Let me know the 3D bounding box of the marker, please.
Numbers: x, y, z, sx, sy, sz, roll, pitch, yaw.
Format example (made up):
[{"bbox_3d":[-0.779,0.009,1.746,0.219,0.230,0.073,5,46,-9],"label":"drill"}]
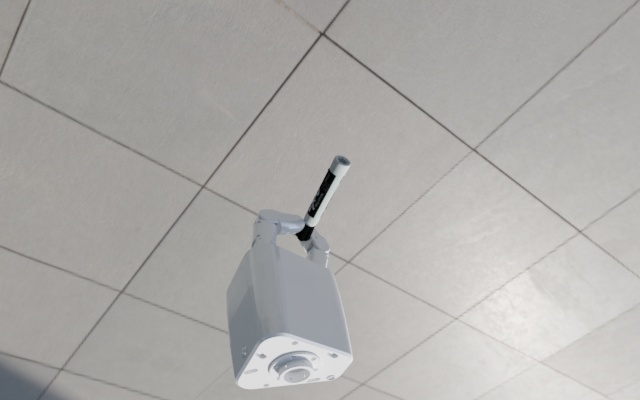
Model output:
[{"bbox_3d":[0.000,0.002,0.540,0.020,0.121,0.020,19,34,-14],"label":"marker"}]
